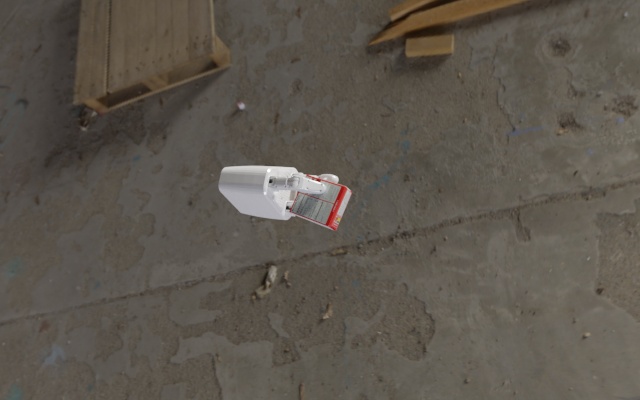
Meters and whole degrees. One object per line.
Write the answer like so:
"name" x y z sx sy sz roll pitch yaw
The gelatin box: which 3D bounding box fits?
"gelatin box" 0.000 0.003 0.814 0.089 0.073 0.030 18 -9 34
